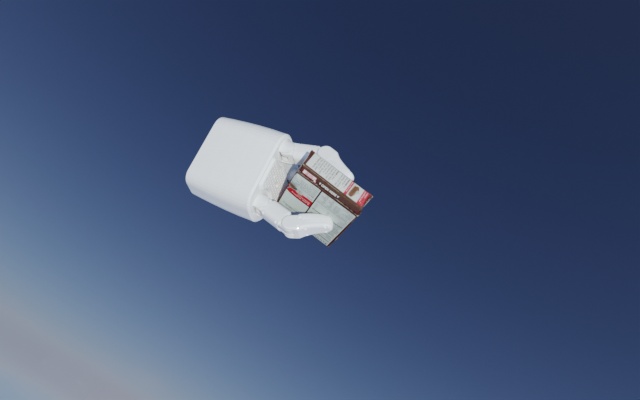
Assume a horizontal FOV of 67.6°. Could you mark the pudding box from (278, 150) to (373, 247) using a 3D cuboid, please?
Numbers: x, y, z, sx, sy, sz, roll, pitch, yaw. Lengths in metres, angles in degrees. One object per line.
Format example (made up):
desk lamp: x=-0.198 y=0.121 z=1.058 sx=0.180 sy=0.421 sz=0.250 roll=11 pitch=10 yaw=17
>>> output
pudding box: x=0.000 y=0.002 z=0.584 sx=0.090 sy=0.039 sz=0.113 roll=36 pitch=-29 yaw=-1
